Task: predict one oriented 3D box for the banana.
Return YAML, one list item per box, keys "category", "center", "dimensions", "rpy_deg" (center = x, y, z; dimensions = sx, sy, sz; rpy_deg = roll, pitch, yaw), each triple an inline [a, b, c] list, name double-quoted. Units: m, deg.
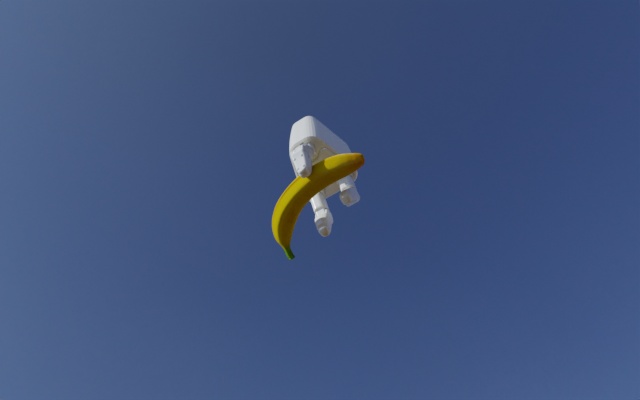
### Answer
- category: "banana"
  center: [-0.017, -0.004, 0.698]
  dimensions: [0.069, 0.198, 0.037]
  rpy_deg: [31, 22, -14]
